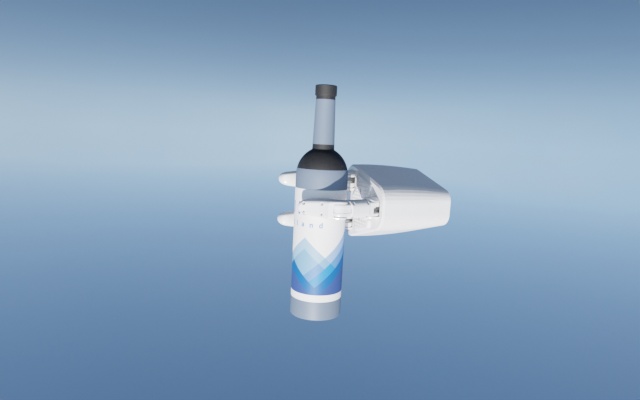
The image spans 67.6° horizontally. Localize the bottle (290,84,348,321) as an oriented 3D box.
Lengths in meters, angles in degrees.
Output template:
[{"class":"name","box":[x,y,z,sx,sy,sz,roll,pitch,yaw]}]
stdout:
[{"class":"bottle","box":[0.000,0.002,0.615,0.069,0.296,0.069,3,8,0]}]
